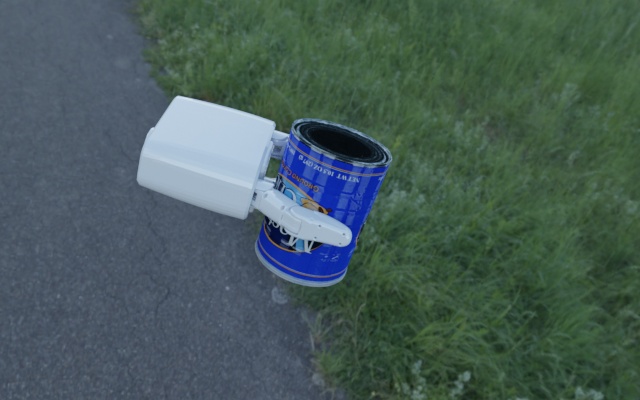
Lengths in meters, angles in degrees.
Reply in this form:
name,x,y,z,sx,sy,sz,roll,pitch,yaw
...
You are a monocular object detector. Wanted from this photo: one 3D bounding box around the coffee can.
name,x,y,z,sx,sy,sz,roll,pitch,yaw
coffee can,0.000,0.002,0.487,0.103,0.140,0.102,16,25,-8
